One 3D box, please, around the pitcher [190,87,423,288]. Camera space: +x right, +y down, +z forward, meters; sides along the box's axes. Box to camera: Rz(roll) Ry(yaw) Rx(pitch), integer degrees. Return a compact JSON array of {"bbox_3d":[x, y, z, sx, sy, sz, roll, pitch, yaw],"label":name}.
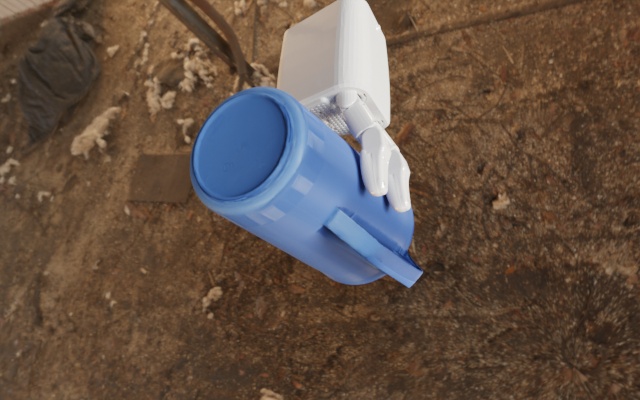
[{"bbox_3d":[0.000,0.001,0.454,0.149,0.145,0.243,-8,-22,25],"label":"pitcher"}]
